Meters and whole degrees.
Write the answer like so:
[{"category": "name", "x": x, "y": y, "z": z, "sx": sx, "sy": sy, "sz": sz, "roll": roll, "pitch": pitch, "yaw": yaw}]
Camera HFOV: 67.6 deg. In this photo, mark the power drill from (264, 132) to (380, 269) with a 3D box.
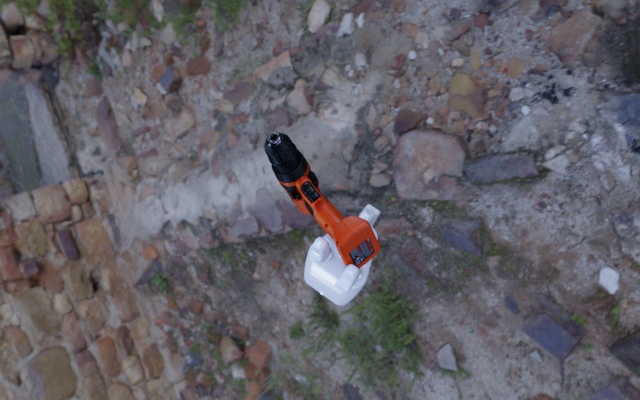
[{"category": "power drill", "x": 0.000, "y": 0.003, "z": 0.681, "sx": 0.057, "sy": 0.187, "sz": 0.184, "roll": -38, "pitch": -34, "yaw": -4}]
